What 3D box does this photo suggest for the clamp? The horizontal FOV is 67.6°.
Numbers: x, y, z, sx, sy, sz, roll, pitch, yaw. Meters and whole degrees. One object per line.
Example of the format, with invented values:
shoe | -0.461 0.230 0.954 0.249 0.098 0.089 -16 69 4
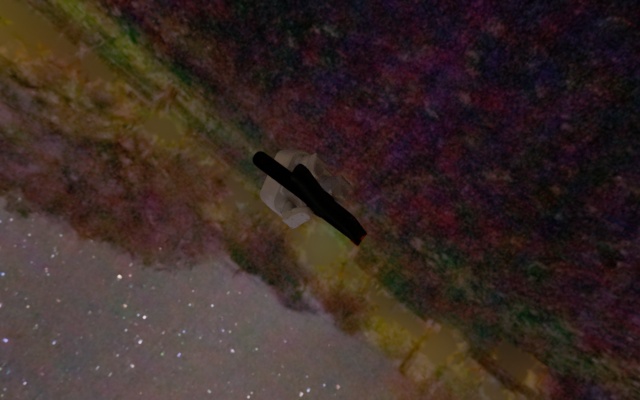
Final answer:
clamp | 0.000 0.003 0.704 0.210 0.036 0.164 40 -7 -22
